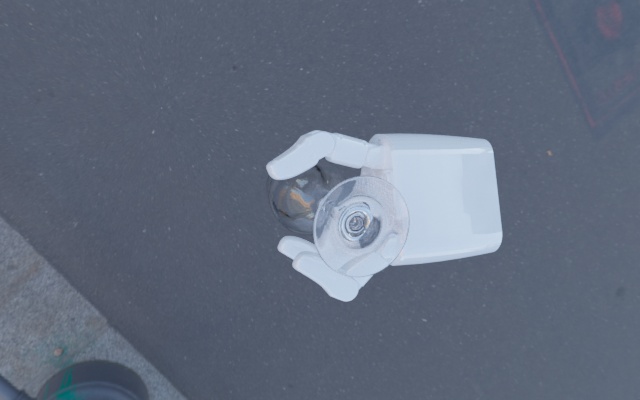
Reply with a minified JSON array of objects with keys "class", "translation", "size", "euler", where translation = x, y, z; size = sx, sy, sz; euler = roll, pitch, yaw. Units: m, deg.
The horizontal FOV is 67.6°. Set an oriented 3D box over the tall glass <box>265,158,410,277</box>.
[{"class":"tall glass","translation":[0.000,0.001,0.431],"size":[0.079,0.079,0.201],"euler":[0,10,-19]}]
